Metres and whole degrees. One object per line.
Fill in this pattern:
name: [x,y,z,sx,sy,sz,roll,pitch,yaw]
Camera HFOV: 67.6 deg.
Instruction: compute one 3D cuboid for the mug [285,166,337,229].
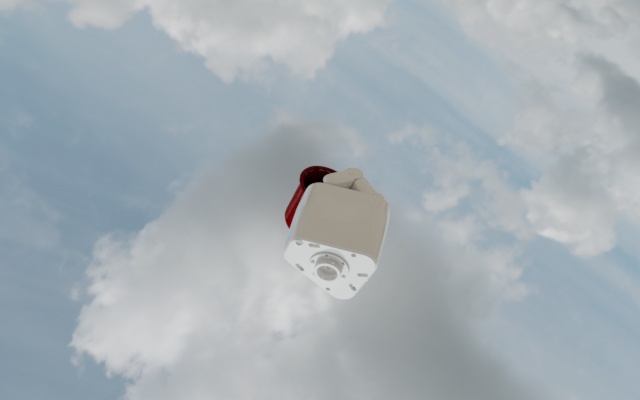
mug: [0.000,0.002,0.716,0.093,0.081,0.117,28,39,-4]
